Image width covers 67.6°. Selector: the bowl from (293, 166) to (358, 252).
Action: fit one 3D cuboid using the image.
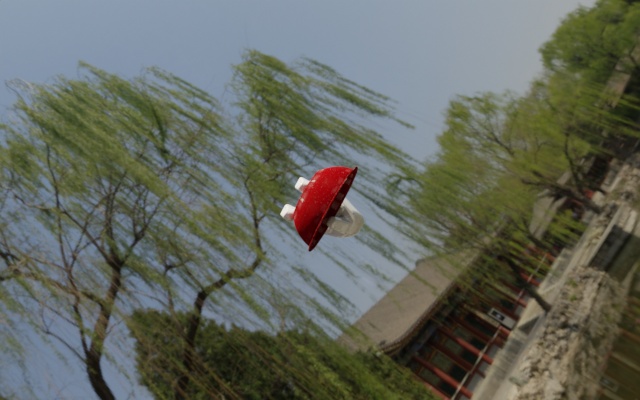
[{"bbox_3d":[0.000,0.002,0.794,0.055,0.162,0.162,29,4,6],"label":"bowl"}]
